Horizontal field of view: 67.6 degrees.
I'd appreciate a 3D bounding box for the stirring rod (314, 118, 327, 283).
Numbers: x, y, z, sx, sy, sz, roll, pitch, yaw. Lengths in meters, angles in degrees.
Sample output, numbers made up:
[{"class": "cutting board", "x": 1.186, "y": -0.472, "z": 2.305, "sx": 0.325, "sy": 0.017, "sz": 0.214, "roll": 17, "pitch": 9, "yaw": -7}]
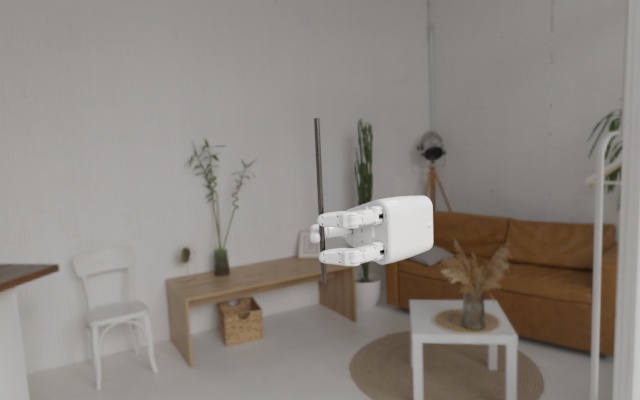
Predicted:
[{"class": "stirring rod", "x": 0.000, "y": 0.002, "z": 0.694, "sx": 0.011, "sy": 0.239, "sz": 0.011, "roll": -3, "pitch": 7, "yaw": 0}]
